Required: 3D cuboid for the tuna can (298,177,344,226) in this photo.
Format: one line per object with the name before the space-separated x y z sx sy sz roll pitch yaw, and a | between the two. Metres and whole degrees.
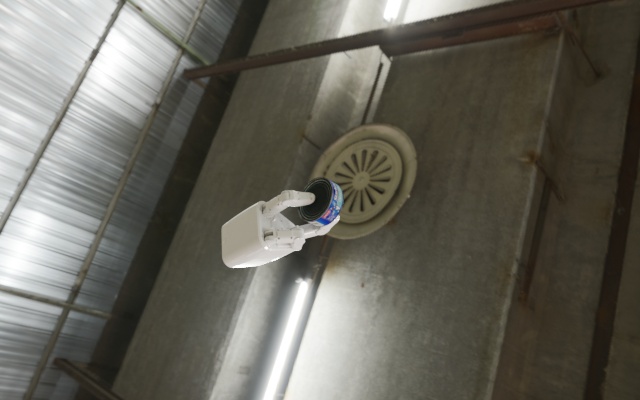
tuna can | 0.001 0.003 0.862 0.086 0.086 0.034 0 -20 46
